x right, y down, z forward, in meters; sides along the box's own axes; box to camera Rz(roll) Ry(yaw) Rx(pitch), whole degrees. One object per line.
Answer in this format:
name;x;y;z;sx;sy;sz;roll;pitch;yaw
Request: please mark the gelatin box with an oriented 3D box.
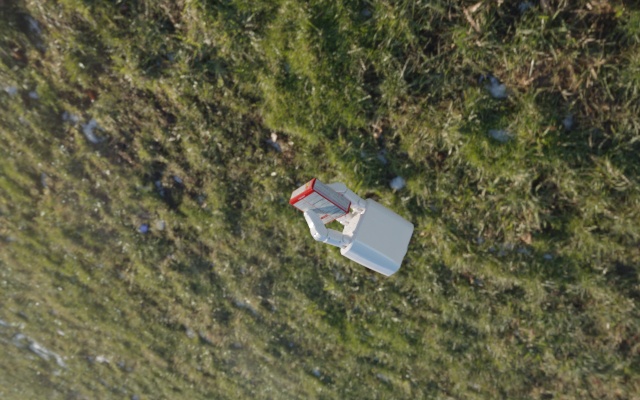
gelatin box;0.000;0.003;0.876;0.089;0.030;0.073;32;-36;-24
